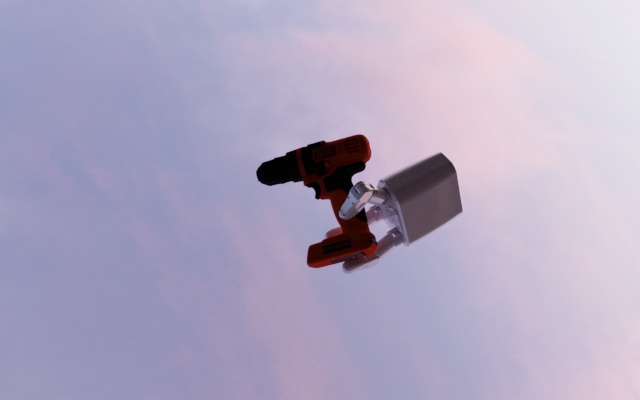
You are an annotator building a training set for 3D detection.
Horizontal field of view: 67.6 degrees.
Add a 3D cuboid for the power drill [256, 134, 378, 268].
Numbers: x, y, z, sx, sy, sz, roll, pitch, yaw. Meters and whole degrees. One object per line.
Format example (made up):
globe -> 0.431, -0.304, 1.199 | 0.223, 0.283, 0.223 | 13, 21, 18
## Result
power drill -> 0.000, 0.003, 0.720 | 0.184, 0.187, 0.057 | -15, -16, 12
